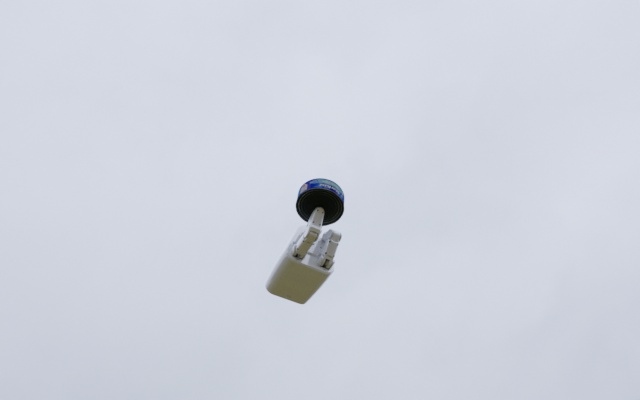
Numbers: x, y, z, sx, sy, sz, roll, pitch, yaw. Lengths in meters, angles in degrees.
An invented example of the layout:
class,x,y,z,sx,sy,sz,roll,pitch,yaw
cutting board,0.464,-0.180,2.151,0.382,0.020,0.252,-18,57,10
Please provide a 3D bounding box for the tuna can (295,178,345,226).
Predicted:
class,x,y,z,sx,sy,sz,roll,pitch,yaw
tuna can,0.000,0.002,0.846,0.086,0.086,0.033,0,39,6
